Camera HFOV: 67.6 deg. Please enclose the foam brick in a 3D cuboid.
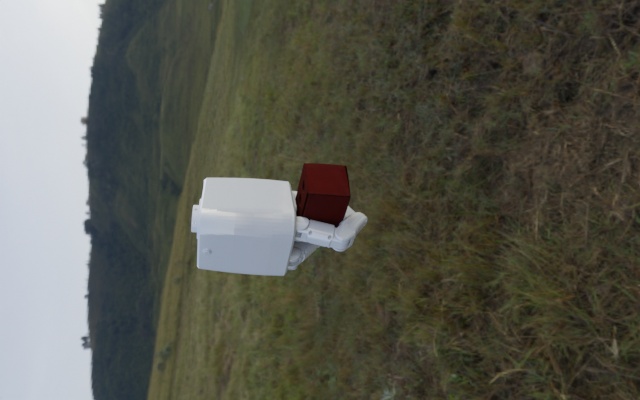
[{"bbox_3d":[0.000,0.002,0.563,0.051,0.053,0.078,5,-46,-11],"label":"foam brick"}]
